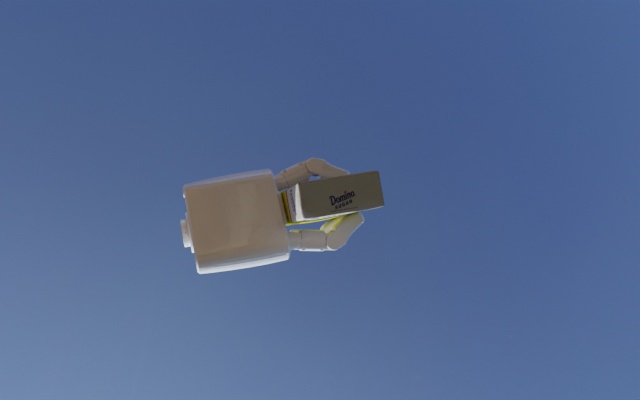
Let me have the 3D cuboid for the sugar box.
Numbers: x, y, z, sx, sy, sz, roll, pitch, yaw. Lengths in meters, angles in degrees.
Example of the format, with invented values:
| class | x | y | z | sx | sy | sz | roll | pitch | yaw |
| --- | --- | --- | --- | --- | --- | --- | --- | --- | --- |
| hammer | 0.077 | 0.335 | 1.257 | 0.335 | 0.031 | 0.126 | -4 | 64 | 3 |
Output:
| class | x | y | z | sx | sy | sz | roll | pitch | yaw |
| --- | --- | --- | --- | --- | --- | --- | --- | --- | --- |
| sugar box | 0.000 | 0.002 | 0.578 | 0.093 | 0.048 | 0.176 | -9 | 0 | -15 |
